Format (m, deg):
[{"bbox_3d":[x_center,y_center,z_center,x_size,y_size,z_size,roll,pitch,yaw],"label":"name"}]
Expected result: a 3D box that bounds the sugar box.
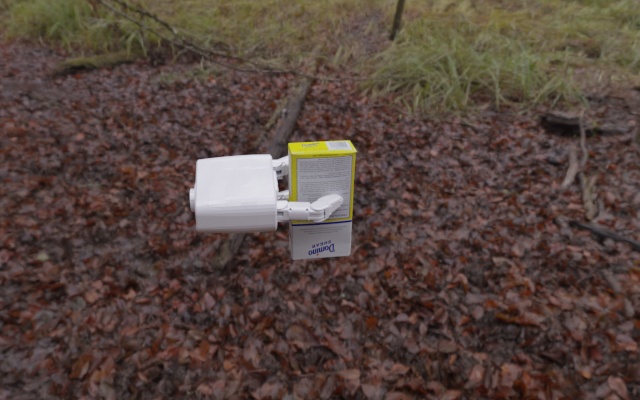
[{"bbox_3d":[0.000,0.002,0.704,0.093,0.176,0.048,-3,31,-10],"label":"sugar box"}]
